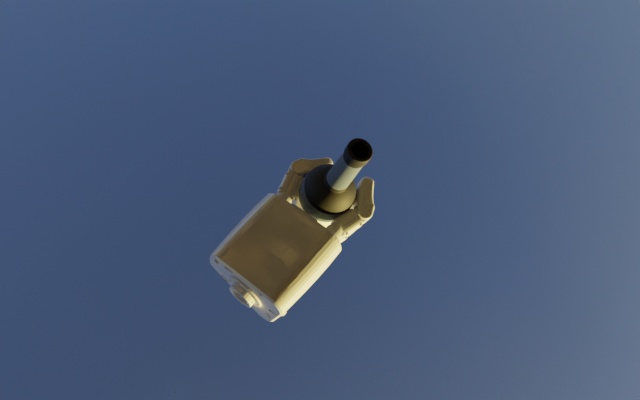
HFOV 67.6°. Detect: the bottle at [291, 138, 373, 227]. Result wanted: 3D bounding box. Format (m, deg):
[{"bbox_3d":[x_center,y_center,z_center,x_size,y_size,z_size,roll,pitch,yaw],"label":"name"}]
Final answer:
[{"bbox_3d":[0.000,0.002,0.609,0.069,0.069,0.296,0,-21,-17],"label":"bottle"}]
